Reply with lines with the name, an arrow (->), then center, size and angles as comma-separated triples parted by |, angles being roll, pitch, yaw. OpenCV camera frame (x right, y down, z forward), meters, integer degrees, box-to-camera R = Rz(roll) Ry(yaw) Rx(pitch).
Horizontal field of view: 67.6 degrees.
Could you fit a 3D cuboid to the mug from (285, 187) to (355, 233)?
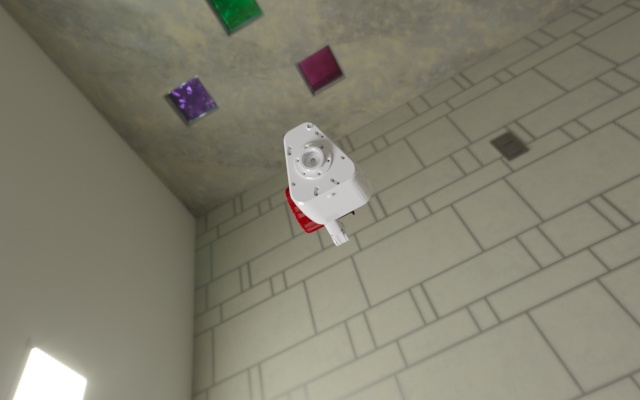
mug -> 0.000, 0.003, 0.763 | 0.081, 0.093, 0.117 | -27, -20, 6
